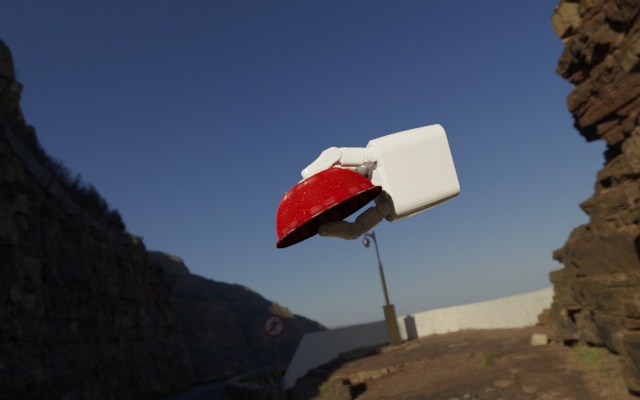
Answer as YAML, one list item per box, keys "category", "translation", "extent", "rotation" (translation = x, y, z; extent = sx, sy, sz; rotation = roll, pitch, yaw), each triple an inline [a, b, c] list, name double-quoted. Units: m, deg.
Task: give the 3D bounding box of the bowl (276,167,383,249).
- category: "bowl"
  translation: [-0.001, 0.002, 0.637]
  extent: [0.162, 0.055, 0.162]
  rotation: [-29, -10, -6]
